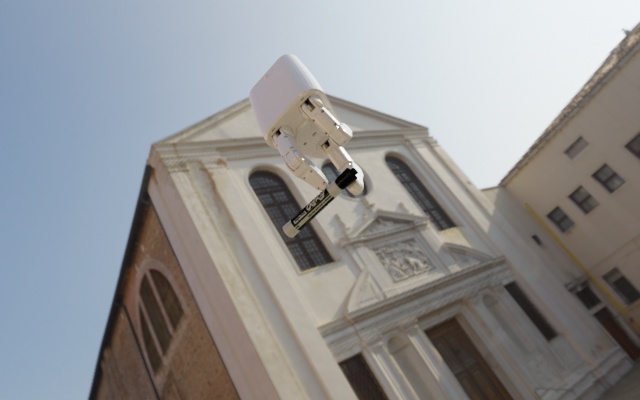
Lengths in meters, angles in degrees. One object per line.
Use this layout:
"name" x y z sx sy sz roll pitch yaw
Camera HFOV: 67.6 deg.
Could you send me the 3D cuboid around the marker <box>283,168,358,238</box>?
"marker" 0.000 0.002 0.597 0.121 0.020 0.020 -43 -16 17
